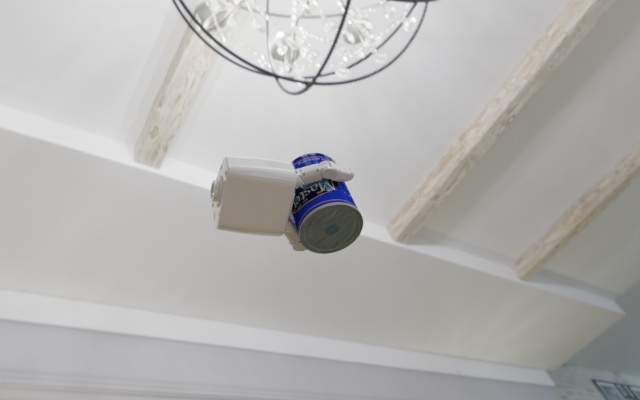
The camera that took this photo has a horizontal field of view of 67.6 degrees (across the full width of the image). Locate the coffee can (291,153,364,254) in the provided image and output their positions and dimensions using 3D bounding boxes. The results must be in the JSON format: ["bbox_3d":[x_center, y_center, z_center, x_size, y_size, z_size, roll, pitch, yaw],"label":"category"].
[{"bbox_3d":[0.000,0.003,0.785,0.103,0.103,0.140,0,39,-19],"label":"coffee can"}]
